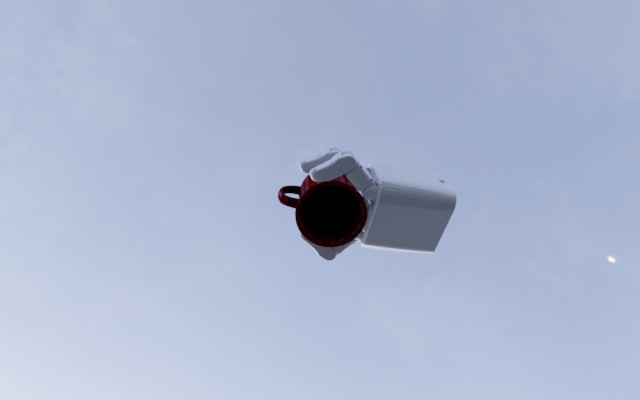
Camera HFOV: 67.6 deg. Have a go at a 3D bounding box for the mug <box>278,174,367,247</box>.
[{"bbox_3d":[-0.001,0.002,0.647,0.117,0.093,0.081,9,21,-7],"label":"mug"}]
